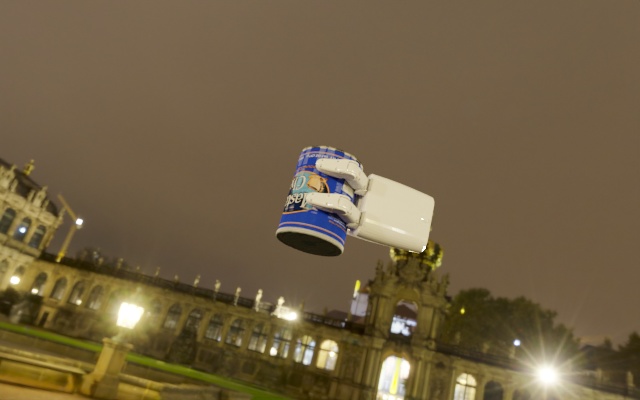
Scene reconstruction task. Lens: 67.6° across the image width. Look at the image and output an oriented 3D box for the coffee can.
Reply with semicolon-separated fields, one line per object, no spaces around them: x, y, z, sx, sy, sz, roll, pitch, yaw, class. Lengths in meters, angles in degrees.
0.000;0.002;0.729;0.103;0.140;0.103;13;-21;5;coffee can
